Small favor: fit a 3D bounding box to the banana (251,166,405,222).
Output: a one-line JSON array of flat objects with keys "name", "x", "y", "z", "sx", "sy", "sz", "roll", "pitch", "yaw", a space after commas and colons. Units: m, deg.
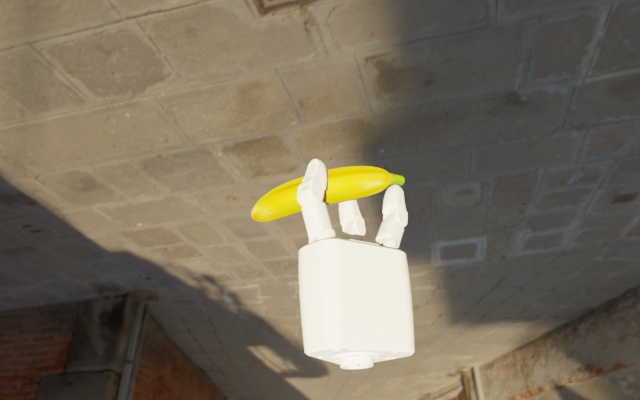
[{"name": "banana", "x": -0.003, "y": -0.006, "z": 0.562, "sx": 0.198, "sy": 0.037, "sz": 0.070, "roll": -12, "pitch": -27, "yaw": 15}]
